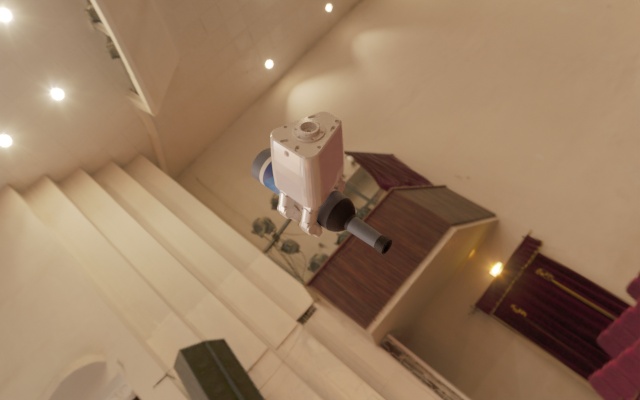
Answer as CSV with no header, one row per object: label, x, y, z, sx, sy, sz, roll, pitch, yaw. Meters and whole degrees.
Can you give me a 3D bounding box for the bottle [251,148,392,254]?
bottle,0.000,0.003,0.834,0.295,0.069,0.069,34,18,29
